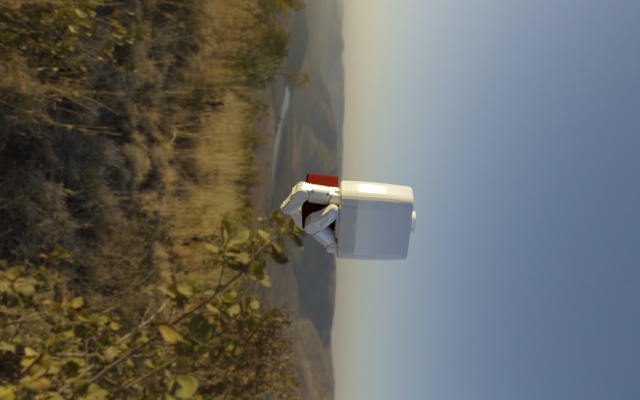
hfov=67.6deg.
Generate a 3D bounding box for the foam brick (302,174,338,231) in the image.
[{"bbox_3d":[0.000,0.002,0.745,0.051,0.053,0.078,3,40,2],"label":"foam brick"}]
